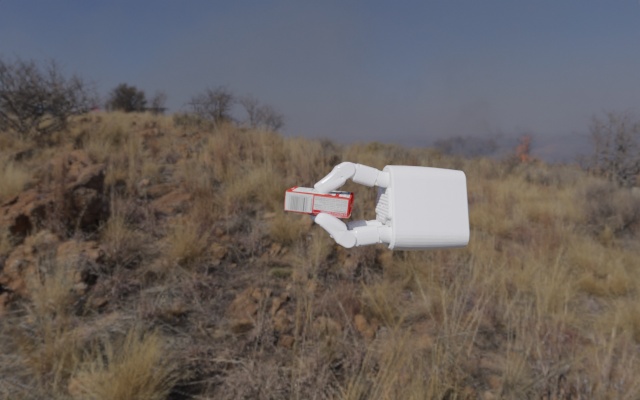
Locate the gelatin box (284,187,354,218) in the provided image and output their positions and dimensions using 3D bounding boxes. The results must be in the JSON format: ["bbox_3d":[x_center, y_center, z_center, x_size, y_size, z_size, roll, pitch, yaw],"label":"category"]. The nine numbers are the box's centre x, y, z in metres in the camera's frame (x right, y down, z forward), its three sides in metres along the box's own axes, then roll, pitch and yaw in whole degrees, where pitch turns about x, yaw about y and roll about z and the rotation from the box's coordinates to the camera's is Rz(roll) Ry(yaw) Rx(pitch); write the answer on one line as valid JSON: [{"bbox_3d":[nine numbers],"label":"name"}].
[{"bbox_3d":[0.000,0.002,0.656,0.089,0.030,0.073,7,7,5],"label":"gelatin box"}]
